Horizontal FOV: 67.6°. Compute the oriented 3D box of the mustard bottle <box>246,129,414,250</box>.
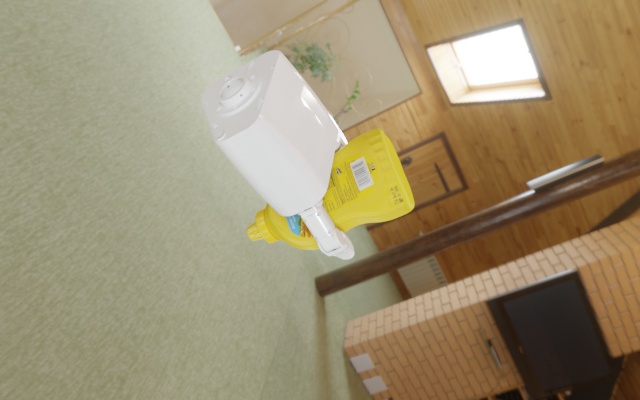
[{"bbox_3d":[0.000,0.002,0.533,0.191,0.096,0.058,-24,-21,17],"label":"mustard bottle"}]
